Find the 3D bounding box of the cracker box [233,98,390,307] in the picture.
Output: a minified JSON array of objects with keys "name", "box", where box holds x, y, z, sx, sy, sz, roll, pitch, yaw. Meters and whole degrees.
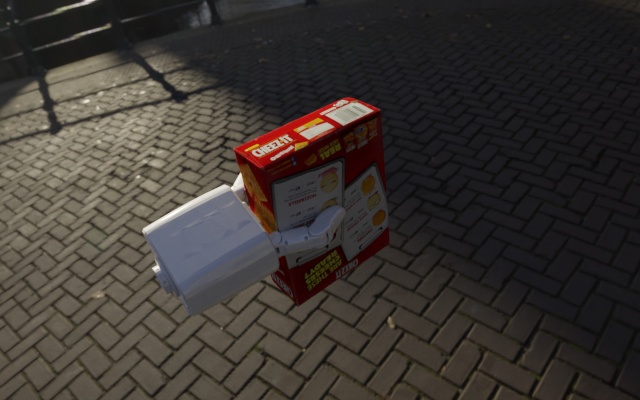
[{"name":"cracker box","box":[0.000,0.002,0.593,0.164,0.214,0.072,-30,42,-24]}]
